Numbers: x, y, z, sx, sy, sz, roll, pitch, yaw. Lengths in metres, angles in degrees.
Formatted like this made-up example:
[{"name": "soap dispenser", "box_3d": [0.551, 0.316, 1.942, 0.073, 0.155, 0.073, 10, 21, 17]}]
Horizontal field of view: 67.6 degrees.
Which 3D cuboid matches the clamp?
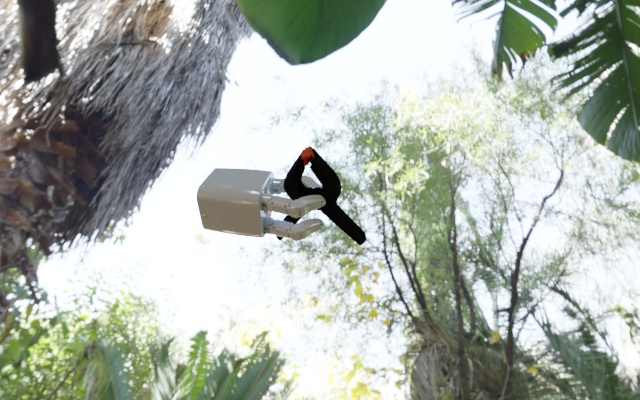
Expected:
[{"name": "clamp", "box_3d": [0.000, 0.002, 0.798, 0.164, 0.210, 0.036, 6, 44, 6]}]
